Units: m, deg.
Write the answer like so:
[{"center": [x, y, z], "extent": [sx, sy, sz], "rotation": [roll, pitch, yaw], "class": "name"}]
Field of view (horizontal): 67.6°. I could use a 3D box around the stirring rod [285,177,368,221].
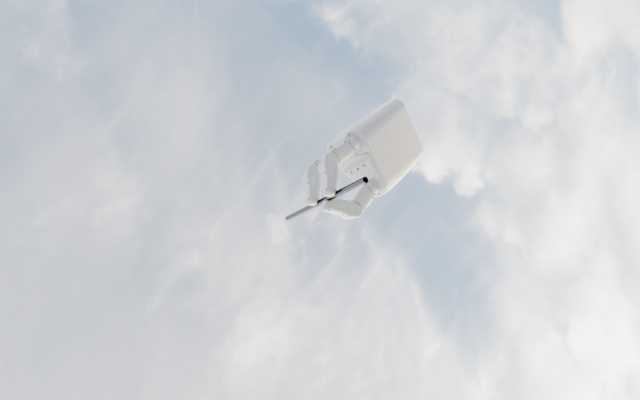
[{"center": [0.000, 0.002, 0.684], "extent": [0.011, 0.011, 0.239], "rotation": [0, -13, -28], "class": "stirring rod"}]
